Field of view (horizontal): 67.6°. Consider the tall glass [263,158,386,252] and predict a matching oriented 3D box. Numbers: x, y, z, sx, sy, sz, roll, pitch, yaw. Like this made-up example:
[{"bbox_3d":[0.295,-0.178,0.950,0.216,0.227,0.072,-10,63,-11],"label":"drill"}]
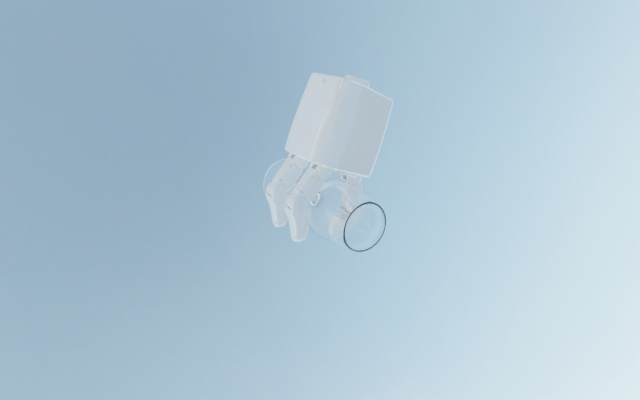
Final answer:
[{"bbox_3d":[0.000,0.002,0.631,0.079,0.079,0.201,0,17,-33],"label":"tall glass"}]
